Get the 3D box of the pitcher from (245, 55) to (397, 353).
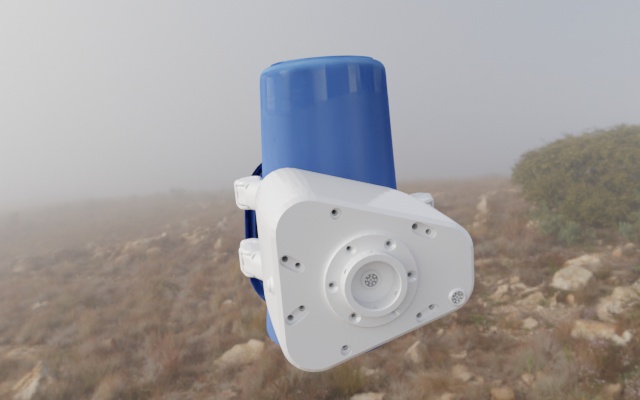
[{"bbox_3d":[0.000,0.001,0.434,0.149,0.243,0.145,-5,10,-6],"label":"pitcher"}]
